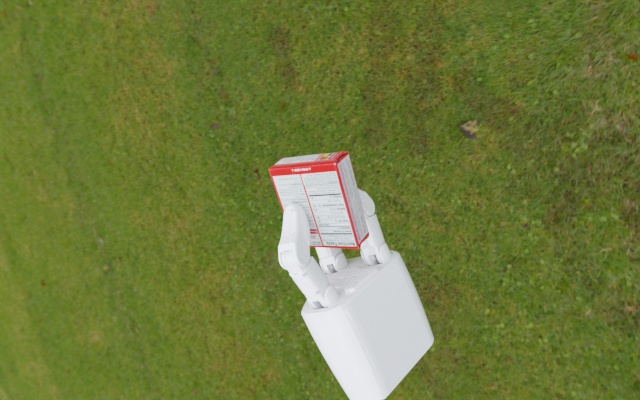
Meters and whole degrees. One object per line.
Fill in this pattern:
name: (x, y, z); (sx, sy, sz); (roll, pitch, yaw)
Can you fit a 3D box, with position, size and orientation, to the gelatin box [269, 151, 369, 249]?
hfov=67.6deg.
gelatin box: (0.000, 0.001, 0.448); (0.073, 0.089, 0.030); (-2, 27, 32)
